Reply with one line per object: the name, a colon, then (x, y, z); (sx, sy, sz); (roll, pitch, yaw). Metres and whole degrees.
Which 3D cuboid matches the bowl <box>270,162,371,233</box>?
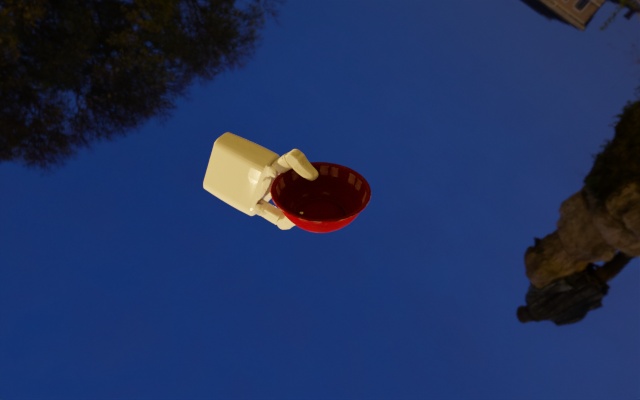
bowl: (0.001, 0.003, 0.780); (0.162, 0.055, 0.162); (1, 37, -1)
